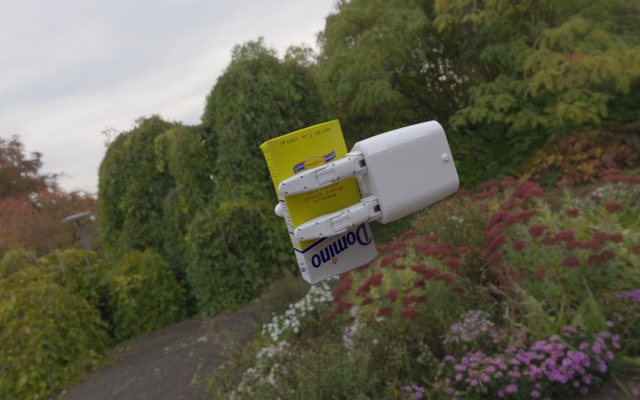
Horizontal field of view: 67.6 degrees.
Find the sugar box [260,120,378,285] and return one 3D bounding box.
[{"bbox_3d":[0.000,0.002,0.573,0.093,0.176,0.048,-20,6,-16],"label":"sugar box"}]
